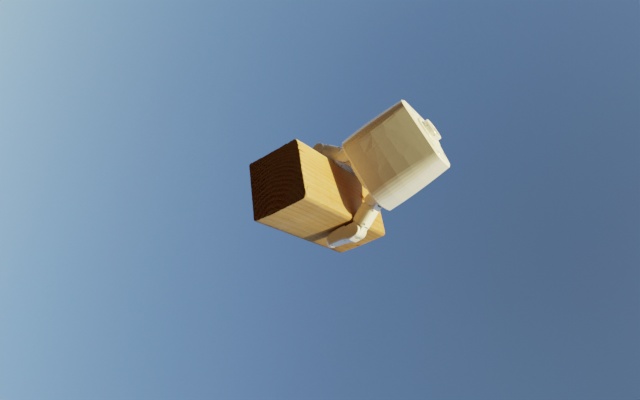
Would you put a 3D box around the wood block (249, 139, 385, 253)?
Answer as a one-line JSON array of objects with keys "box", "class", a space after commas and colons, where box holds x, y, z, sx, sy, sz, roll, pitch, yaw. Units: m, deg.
[{"box": [0.001, 0.002, 0.702, 0.090, 0.090, 0.206, -25, -30, 28], "class": "wood block"}]
